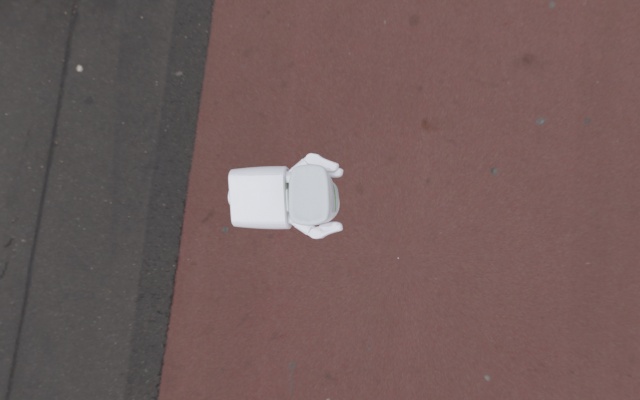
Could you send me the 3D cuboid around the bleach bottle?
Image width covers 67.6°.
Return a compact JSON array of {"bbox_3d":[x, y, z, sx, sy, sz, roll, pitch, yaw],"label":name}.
[{"bbox_3d":[0.000,0.003,0.879,0.068,0.102,0.251,-2,-7,9],"label":"bleach bottle"}]
